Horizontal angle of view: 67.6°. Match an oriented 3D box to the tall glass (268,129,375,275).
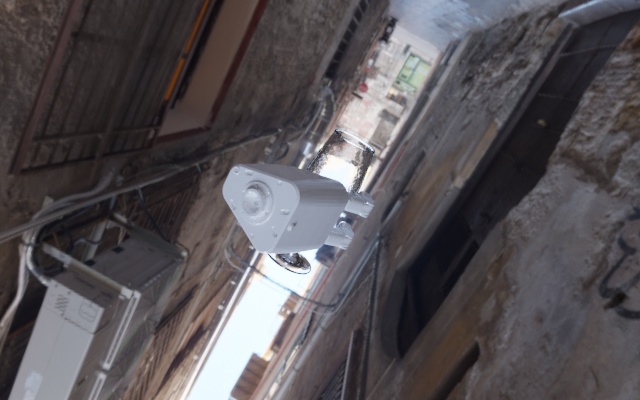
[{"bbox_3d":[0.000,0.003,0.668,0.079,0.201,0.079,27,17,-9],"label":"tall glass"}]
